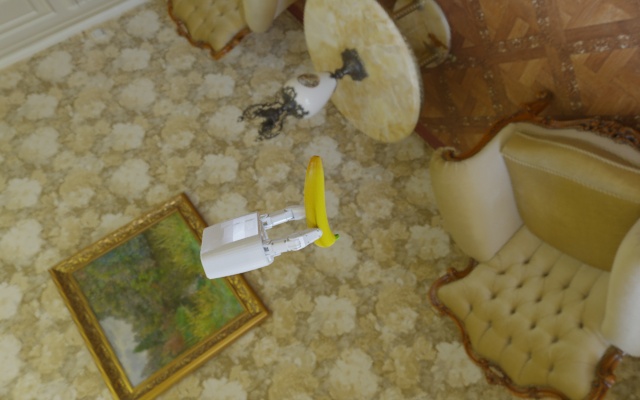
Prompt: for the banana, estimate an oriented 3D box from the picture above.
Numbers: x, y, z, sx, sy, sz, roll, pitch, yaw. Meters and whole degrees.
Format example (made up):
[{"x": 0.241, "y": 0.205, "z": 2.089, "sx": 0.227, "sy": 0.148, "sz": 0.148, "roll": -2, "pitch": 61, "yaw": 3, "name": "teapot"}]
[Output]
[{"x": -0.003, "y": 0.018, "z": 0.832, "sx": 0.037, "sy": 0.198, "sz": 0.069, "roll": 1, "pitch": 41, "yaw": 16, "name": "banana"}]
